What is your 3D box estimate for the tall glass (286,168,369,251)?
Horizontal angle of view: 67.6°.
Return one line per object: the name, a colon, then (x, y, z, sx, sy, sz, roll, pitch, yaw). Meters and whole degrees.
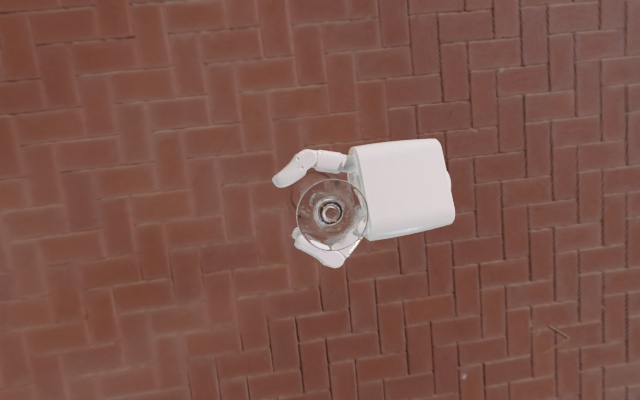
tall glass: (0.000, 0.002, 0.578, 0.079, 0.079, 0.201, 0, 8, -8)
